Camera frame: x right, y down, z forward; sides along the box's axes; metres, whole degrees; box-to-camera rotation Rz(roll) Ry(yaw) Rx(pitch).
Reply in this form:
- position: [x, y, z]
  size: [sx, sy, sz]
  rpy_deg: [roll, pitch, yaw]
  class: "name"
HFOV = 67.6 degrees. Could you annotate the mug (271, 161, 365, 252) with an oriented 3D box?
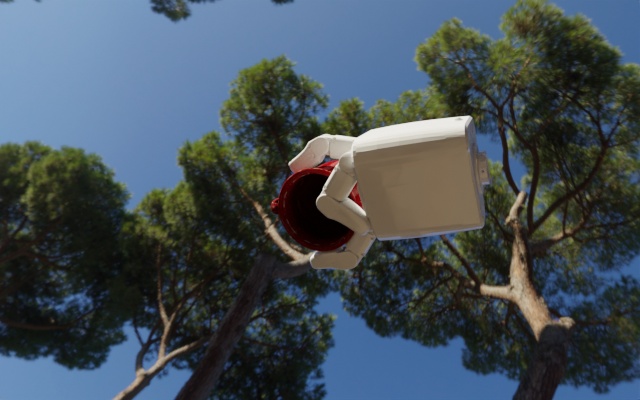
- position: [-0.001, 0.002, 0.551]
  size: [0.117, 0.093, 0.081]
  rpy_deg: [-6, 13, 24]
  class: "mug"
